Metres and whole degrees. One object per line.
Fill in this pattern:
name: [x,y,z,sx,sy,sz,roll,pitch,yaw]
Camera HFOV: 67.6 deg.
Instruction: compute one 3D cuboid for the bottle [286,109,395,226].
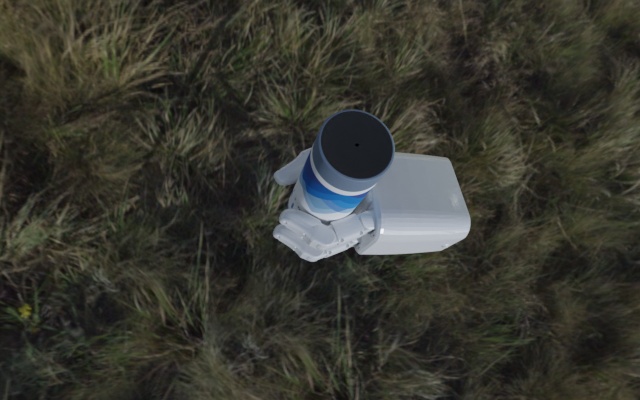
bottle: [0.000,0.002,0.530,0.069,0.069,0.296,0,-19,-13]
